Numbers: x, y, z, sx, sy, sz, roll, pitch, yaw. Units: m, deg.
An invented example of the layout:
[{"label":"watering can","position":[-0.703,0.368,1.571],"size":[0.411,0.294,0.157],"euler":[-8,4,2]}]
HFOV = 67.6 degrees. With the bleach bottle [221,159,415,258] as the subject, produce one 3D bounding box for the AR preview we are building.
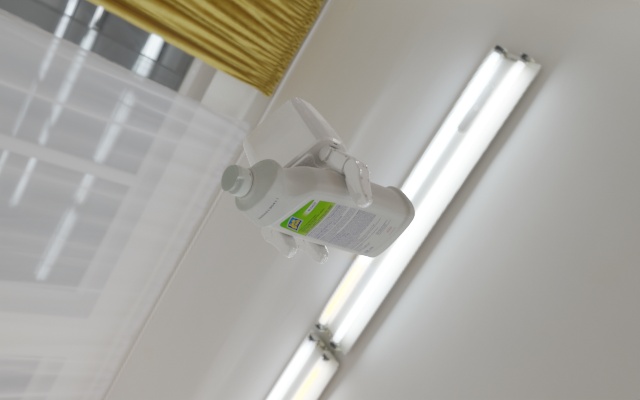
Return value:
[{"label":"bleach bottle","position":[0.000,0.002,0.564],"size":[0.251,0.102,0.068],"euler":[20,29,-42]}]
